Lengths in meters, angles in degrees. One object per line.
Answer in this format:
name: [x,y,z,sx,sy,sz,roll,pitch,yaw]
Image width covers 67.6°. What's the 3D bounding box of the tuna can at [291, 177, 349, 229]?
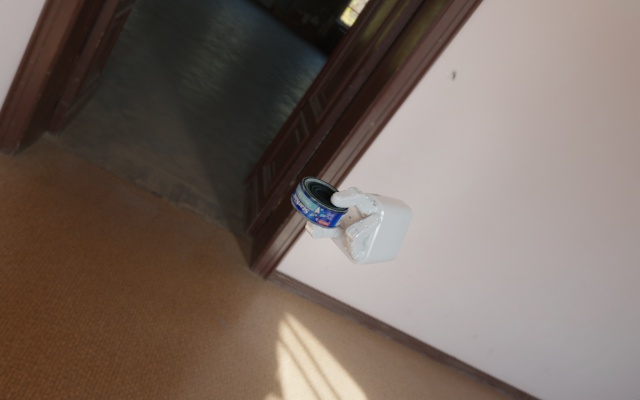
tuna can: [0.000,0.002,0.723,0.086,0.034,0.086,27,25,-14]
